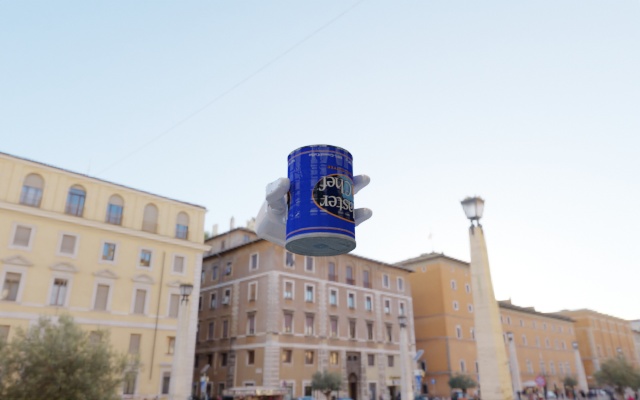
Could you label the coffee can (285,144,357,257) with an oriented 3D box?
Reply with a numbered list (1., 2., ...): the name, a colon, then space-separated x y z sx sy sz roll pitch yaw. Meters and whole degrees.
1. coffee can: 0.000 0.002 0.704 0.103 0.140 0.103 0 -21 0
